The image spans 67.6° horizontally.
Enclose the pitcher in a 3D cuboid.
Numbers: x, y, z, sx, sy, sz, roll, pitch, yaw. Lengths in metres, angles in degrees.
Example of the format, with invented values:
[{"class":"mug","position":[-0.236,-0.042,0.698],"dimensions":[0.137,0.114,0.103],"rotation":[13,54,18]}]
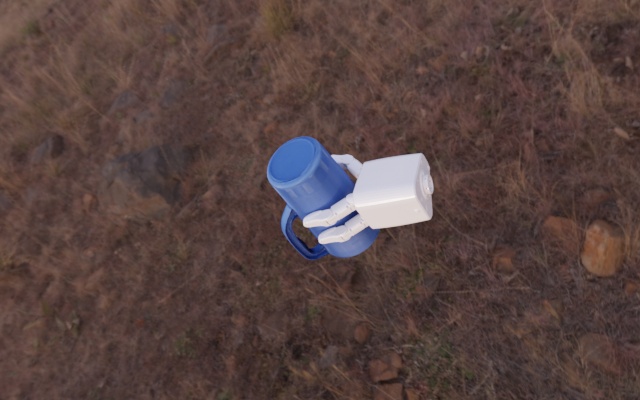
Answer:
[{"class":"pitcher","position":[0.000,0.003,0.880],"dimensions":[0.145,0.149,0.243],"rotation":[-7,-36,29]}]
